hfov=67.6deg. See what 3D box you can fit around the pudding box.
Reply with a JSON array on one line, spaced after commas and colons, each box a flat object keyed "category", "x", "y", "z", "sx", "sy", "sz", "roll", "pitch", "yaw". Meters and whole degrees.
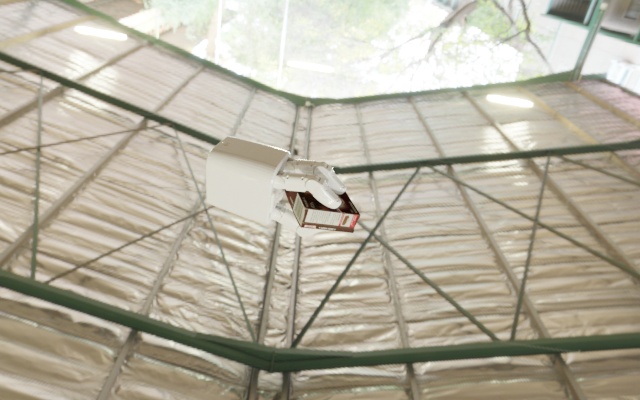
[{"category": "pudding box", "x": 0.000, "y": 0.003, "z": 0.741, "sx": 0.090, "sy": 0.039, "sz": 0.113, "roll": 7, "pitch": 30, "yaw": -21}]
